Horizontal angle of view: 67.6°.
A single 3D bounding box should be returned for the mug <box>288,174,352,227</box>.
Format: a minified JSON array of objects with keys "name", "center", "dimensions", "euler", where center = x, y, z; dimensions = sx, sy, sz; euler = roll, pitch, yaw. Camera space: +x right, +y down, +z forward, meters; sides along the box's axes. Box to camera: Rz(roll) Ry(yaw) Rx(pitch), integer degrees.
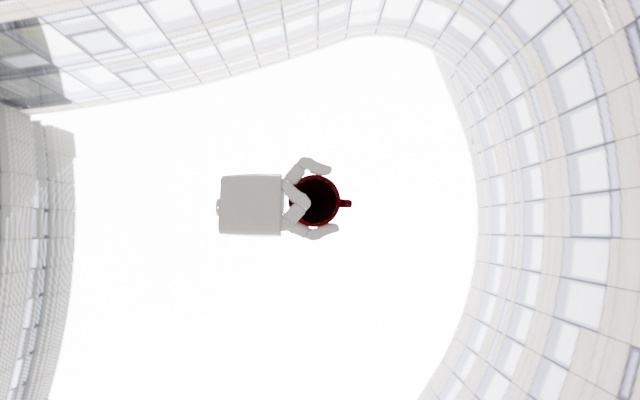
[{"name":"mug","center":[0.002,0.003,0.882],"dimensions":[0.117,0.093,0.081],"euler":[1,-3,-2]}]
